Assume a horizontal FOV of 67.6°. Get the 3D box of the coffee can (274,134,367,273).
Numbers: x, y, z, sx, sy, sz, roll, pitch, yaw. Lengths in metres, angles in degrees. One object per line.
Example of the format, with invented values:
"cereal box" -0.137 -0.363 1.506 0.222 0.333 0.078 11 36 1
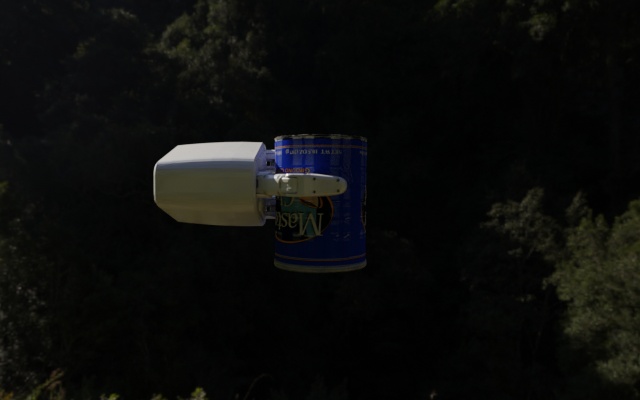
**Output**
"coffee can" 0.000 0.002 0.530 0.103 0.140 0.103 0 2 0
